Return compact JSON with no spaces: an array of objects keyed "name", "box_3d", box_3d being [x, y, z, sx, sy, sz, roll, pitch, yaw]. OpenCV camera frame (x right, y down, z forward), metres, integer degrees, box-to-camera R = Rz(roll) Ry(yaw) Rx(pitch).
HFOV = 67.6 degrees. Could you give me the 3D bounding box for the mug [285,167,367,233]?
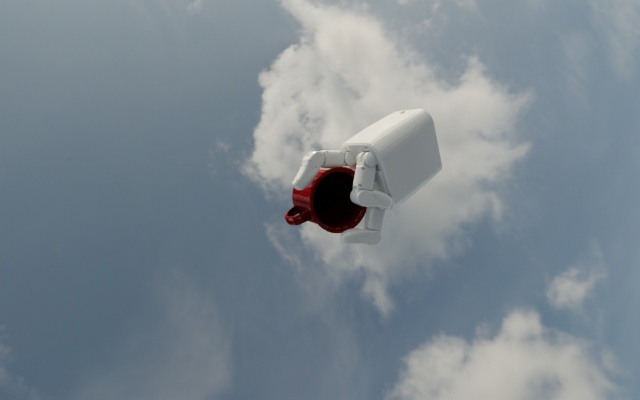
[{"name":"mug","box_3d":[-0.001,0.003,0.692,0.117,0.093,0.081,-33,19,-20]}]
